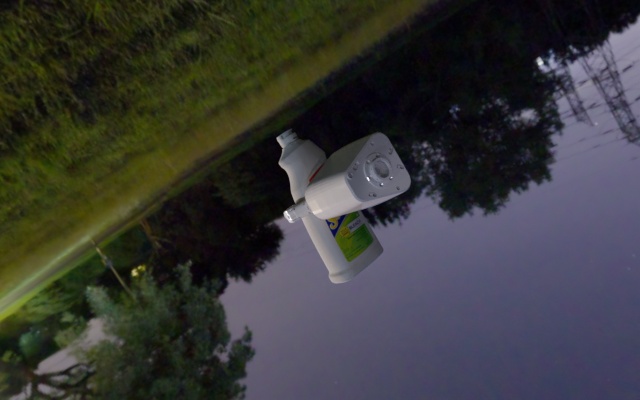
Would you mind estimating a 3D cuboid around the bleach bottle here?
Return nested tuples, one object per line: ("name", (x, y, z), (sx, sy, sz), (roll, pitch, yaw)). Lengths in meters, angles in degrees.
("bleach bottle", (0.000, 0.003, 0.775), (0.102, 0.251, 0.068), (-34, 6, -31))
